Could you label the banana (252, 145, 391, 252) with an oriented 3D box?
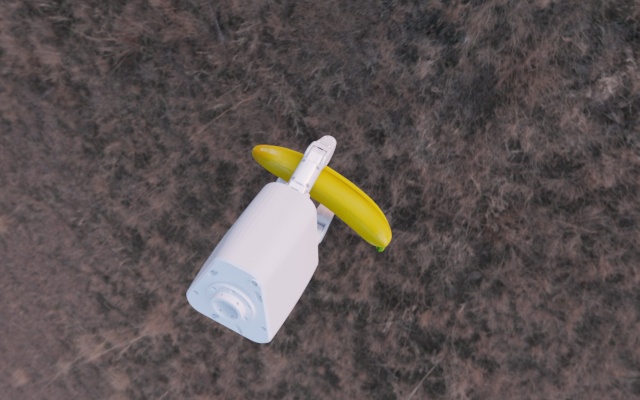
[{"bbox_3d":[0.012,-0.002,0.525,0.198,0.037,0.070,39,-34,-14],"label":"banana"}]
